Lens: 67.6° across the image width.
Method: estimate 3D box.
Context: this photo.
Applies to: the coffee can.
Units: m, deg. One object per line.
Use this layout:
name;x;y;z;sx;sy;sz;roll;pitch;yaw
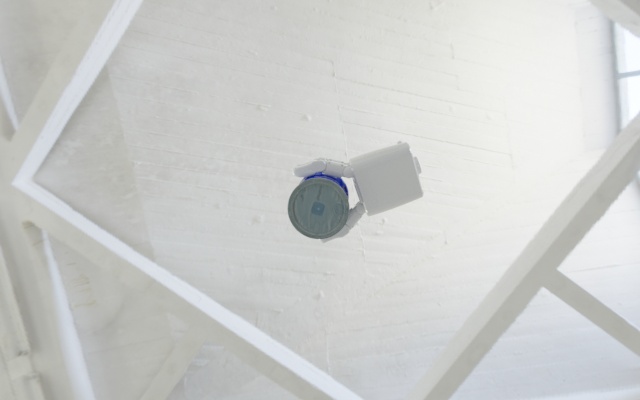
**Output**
coffee can;0.000;0.003;0.850;0.103;0.103;0.140;0;9;3
